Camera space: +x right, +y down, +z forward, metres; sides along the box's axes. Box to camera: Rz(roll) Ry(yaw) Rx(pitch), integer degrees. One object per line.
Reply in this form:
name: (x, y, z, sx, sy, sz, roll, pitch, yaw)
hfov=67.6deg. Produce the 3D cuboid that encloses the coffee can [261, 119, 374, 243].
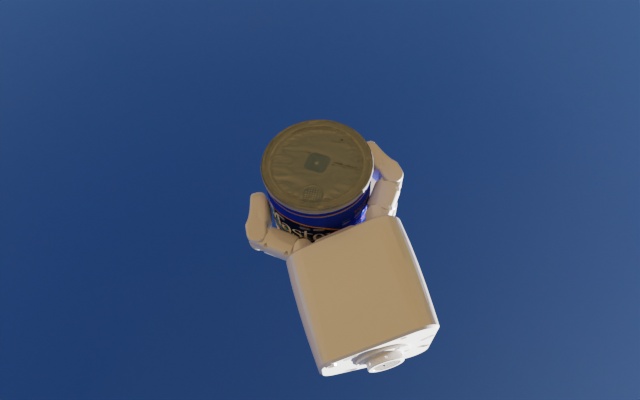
coffee can: (0.000, 0.001, 0.491, 0.103, 0.102, 0.140, 0, -32, 3)
